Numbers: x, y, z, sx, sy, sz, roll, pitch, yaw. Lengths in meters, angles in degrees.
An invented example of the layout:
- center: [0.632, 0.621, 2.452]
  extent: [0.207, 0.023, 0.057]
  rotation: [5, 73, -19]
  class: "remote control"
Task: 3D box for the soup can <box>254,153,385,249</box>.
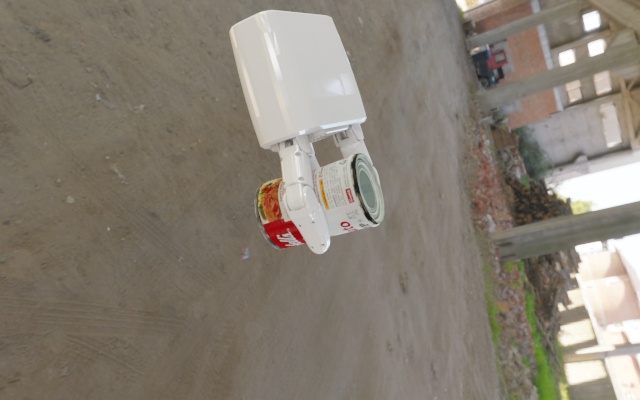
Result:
- center: [0.000, 0.002, 0.443]
  extent: [0.102, 0.068, 0.068]
  rotation: [-16, -7, 23]
  class: "soup can"
